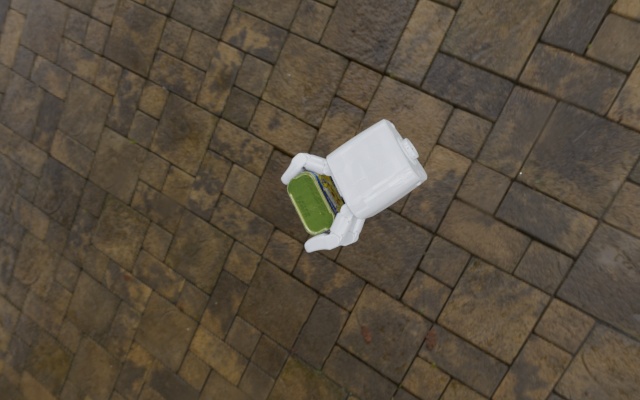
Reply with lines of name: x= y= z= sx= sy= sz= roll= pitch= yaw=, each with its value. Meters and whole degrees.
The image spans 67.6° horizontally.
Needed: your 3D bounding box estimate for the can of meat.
can of meat: x=0.000 y=0.002 z=0.751 sx=0.057 sy=0.102 sz=0.084 roll=-30 pitch=-9 yaw=21
